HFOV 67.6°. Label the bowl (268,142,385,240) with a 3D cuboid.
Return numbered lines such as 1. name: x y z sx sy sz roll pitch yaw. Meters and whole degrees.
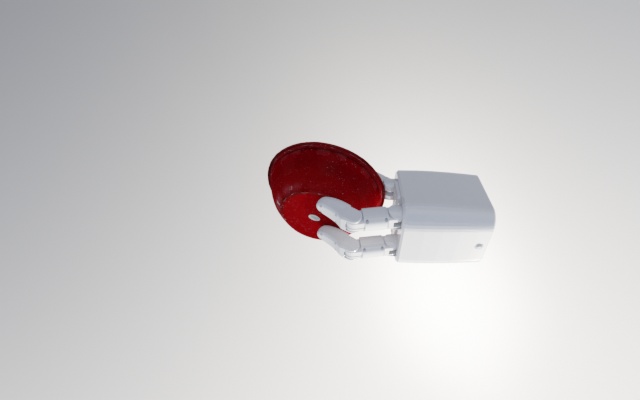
1. bowl: -0.001 0.002 0.622 0.162 0.055 0.162 11 -41 10
